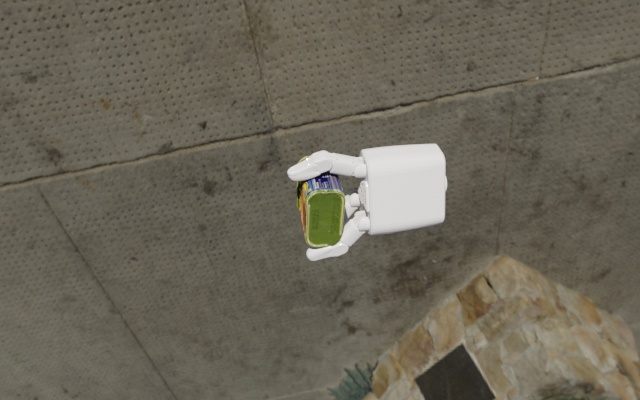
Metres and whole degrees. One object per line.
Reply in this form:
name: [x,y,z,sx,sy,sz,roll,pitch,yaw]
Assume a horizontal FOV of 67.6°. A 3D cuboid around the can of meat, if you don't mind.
can of meat: [0.000,0.002,0.662,0.057,0.102,0.084,-4,38,-8]
